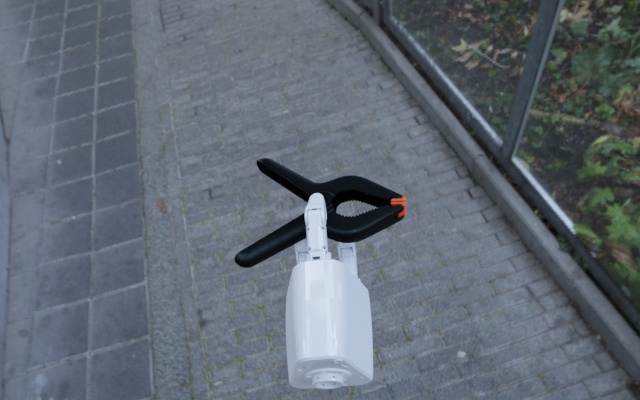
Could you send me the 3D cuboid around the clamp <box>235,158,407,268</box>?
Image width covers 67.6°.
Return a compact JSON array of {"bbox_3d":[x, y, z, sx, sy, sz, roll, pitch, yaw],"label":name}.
[{"bbox_3d":[0.001,0.002,0.602,0.210,0.164,0.036,-6,-36,6],"label":"clamp"}]
